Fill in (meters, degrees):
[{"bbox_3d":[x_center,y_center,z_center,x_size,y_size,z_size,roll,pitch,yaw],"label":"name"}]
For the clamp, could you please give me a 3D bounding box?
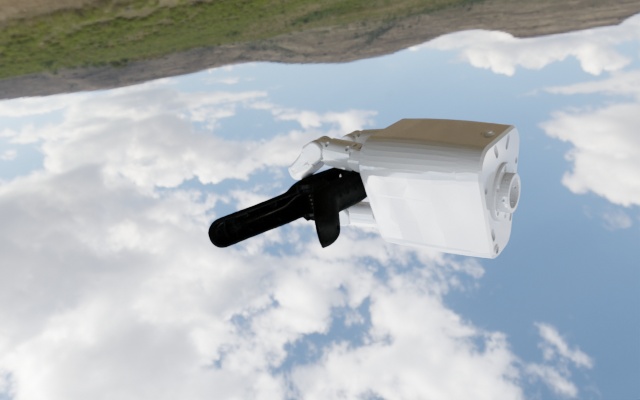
[{"bbox_3d":[0.000,0.002,0.418,0.120,0.039,0.171,7,27,38],"label":"clamp"}]
